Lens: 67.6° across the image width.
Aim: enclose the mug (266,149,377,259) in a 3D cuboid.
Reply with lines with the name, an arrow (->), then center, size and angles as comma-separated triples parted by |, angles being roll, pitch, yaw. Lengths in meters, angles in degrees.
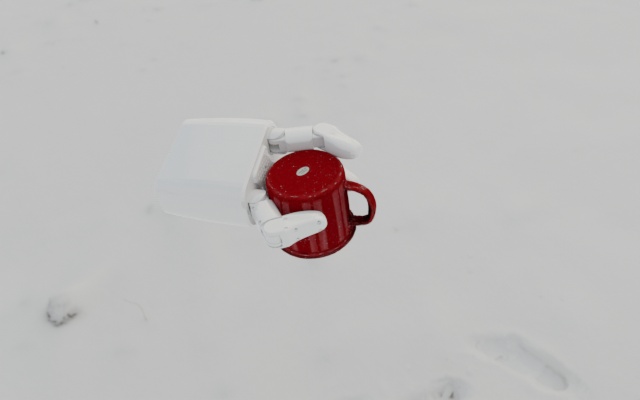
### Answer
mug -> 0.001, 0.002, 0.500 | 0.117, 0.082, 0.093 | 5, 44, 16
